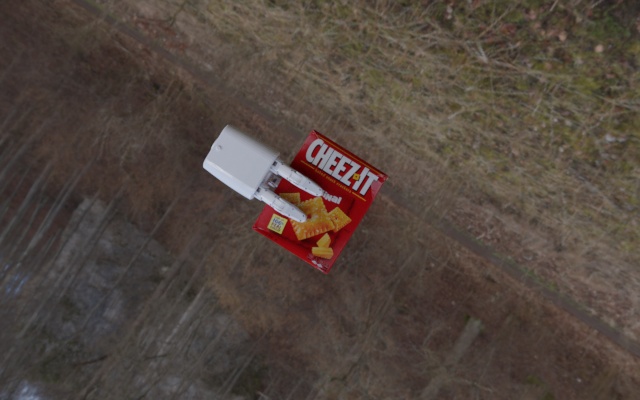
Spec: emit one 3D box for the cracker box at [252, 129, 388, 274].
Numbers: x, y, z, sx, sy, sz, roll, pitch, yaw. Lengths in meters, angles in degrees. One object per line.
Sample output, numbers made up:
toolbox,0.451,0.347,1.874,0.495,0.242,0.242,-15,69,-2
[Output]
cracker box,0.000,0.003,0.882,0.164,0.214,0.072,32,3,1
